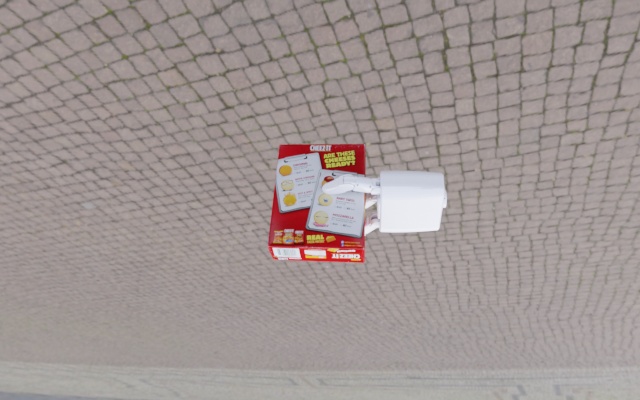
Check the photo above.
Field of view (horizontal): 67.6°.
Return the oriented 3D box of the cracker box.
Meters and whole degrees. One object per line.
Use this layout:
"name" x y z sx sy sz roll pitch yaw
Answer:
"cracker box" 0.000 0.003 0.863 0.164 0.213 0.072 1 -30 5
